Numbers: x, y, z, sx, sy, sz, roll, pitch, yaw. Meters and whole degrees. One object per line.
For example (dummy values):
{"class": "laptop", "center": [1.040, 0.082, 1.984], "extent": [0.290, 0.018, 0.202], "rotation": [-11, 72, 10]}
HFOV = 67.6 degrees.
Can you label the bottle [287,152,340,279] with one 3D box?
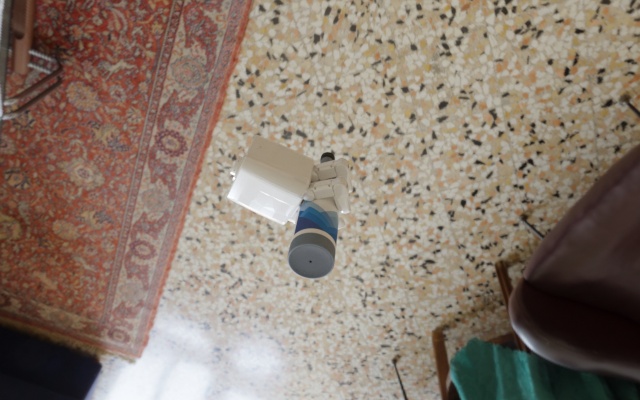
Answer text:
{"class": "bottle", "center": [0.000, 0.003, 0.783], "extent": [0.069, 0.069, 0.295], "rotation": [0, 34, 7]}
